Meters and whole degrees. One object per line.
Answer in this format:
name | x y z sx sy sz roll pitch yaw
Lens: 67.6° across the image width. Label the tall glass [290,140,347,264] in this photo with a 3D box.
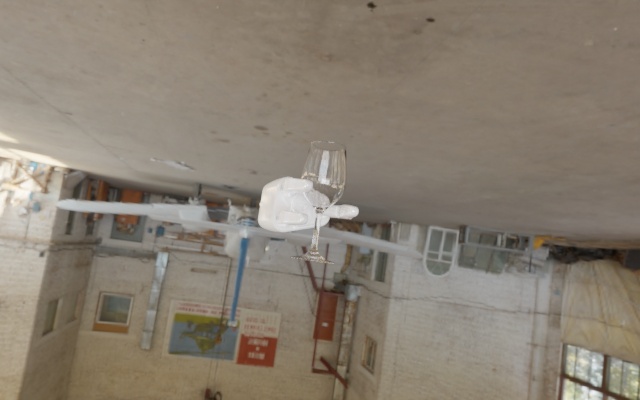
tall glass | 0.000 0.003 0.810 0.079 0.201 0.079 8 -6 1
